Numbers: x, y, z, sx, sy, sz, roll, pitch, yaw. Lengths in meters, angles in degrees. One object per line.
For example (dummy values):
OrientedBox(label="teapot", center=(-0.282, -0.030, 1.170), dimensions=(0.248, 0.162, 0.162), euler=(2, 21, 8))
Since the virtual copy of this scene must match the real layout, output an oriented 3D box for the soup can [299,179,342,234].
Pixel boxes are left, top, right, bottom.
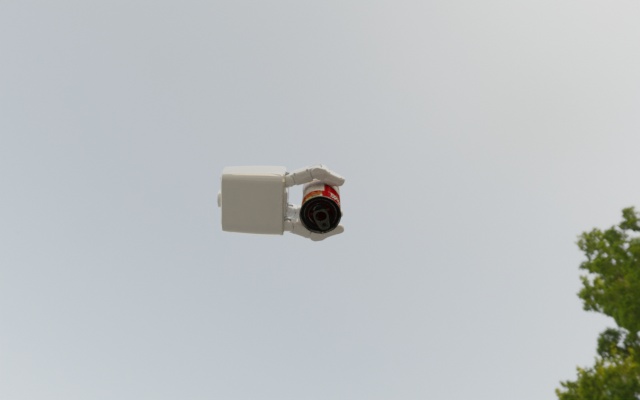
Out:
OrientedBox(label="soup can", center=(0.001, 0.002, 0.810), dimensions=(0.068, 0.068, 0.102), euler=(0, 25, 1))
